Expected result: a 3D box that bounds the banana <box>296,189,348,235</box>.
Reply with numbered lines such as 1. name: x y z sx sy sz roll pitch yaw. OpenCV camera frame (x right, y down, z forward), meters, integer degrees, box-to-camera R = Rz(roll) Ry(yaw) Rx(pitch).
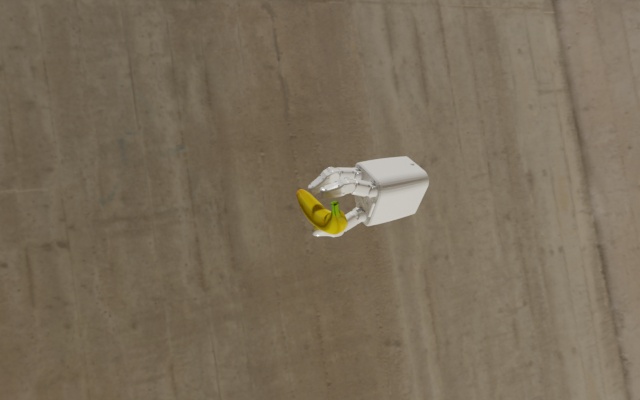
1. banana: 0.005 0.021 0.829 0.037 0.069 0.198 -15 11 -19
